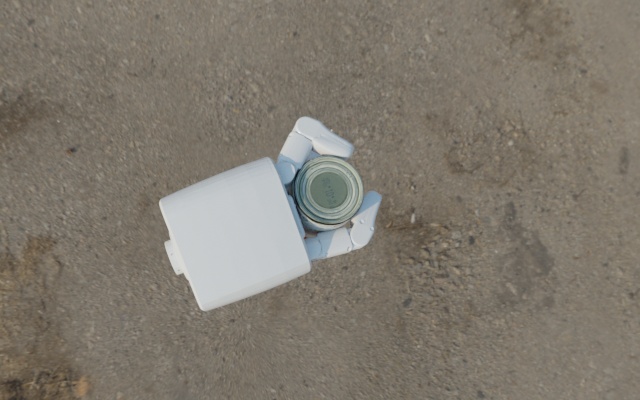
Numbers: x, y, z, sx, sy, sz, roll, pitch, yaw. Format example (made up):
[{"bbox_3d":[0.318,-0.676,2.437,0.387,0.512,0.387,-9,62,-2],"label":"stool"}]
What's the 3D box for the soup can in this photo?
[{"bbox_3d":[0.001,0.001,0.482,0.068,0.068,0.102,0,-14,-9],"label":"soup can"}]
